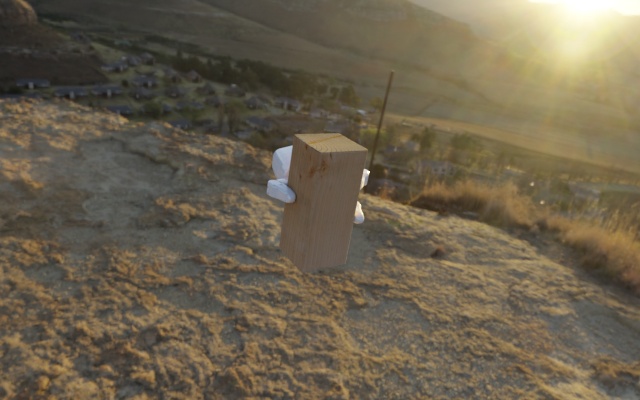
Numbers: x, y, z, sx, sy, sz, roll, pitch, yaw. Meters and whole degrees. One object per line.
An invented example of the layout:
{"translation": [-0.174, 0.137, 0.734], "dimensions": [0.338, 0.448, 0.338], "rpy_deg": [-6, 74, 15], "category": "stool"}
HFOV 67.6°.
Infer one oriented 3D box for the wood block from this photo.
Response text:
{"translation": [0.000, 0.002, 0.786], "dimensions": [0.091, 0.206, 0.090], "rpy_deg": [-6, 27, -31], "category": "wood block"}
